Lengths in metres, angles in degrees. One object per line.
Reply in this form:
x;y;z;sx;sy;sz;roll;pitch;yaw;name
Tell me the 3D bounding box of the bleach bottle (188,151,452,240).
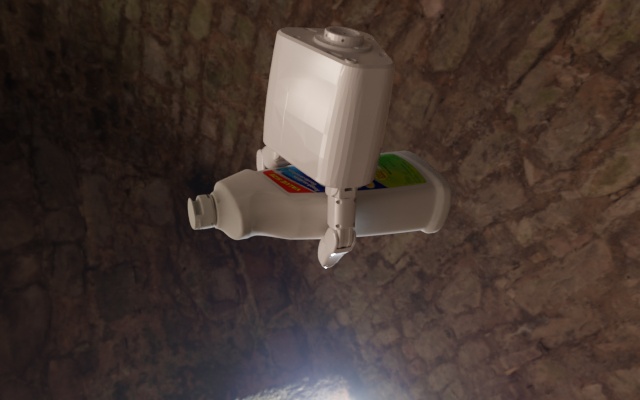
0.000;0.002;0.475;0.251;0.068;0.102;-8;36;-25;bleach bottle
